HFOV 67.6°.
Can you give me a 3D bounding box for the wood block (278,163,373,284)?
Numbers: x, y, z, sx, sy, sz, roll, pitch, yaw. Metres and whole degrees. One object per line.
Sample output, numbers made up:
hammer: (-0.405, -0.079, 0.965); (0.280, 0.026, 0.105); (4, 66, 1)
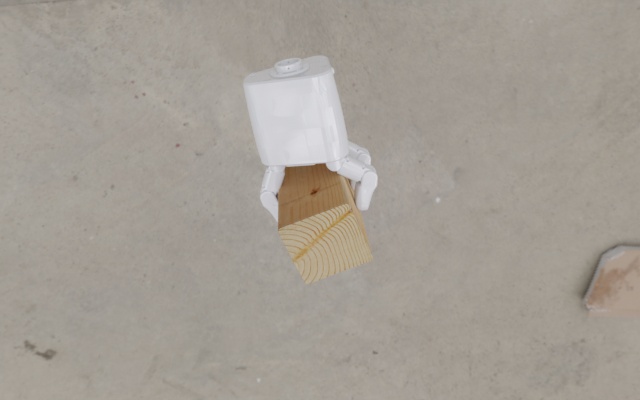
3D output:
wood block: (0.000, 0.002, 0.643); (0.091, 0.090, 0.206); (-21, 29, 8)
